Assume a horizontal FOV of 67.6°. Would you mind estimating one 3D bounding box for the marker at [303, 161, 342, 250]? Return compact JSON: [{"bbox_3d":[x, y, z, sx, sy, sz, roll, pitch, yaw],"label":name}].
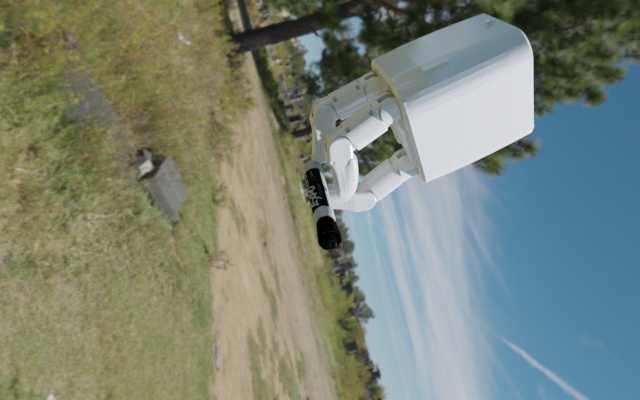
[{"bbox_3d":[0.000,0.001,0.408,0.020,0.020,0.121,0,32,-9],"label":"marker"}]
